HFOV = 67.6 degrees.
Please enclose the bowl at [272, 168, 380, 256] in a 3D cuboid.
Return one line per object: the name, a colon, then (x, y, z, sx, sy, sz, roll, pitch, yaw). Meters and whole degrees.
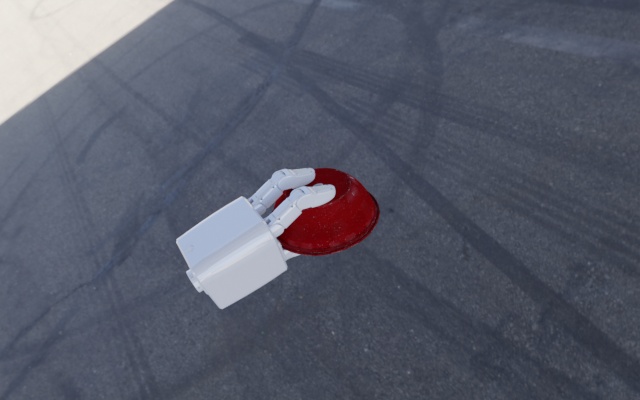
bowl: (0.001, 0.001, 0.668, 0.162, 0.055, 0.162, -7, 37, 5)
